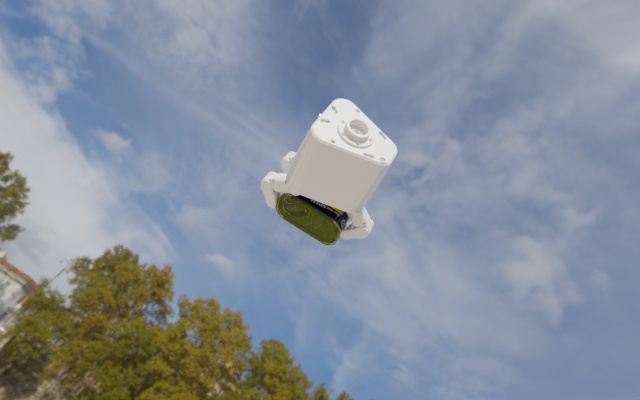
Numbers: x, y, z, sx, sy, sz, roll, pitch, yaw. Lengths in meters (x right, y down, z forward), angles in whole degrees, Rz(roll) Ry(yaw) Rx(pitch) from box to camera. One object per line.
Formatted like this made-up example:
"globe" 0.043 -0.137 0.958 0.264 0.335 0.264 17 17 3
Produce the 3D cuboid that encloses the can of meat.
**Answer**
"can of meat" 0.000 0.002 0.700 0.102 0.084 0.057 31 -39 6
